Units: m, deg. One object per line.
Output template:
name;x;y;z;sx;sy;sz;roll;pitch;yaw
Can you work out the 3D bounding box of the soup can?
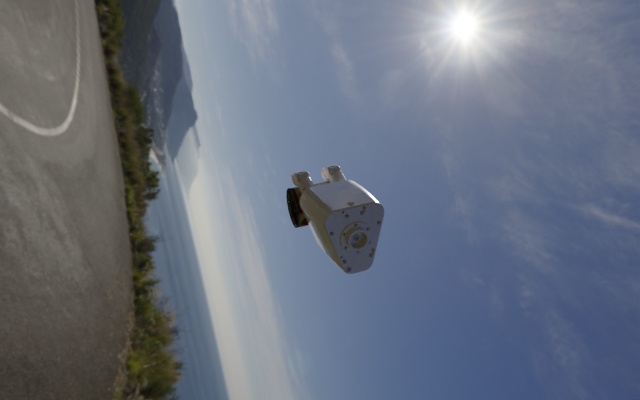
soup can;0.000;0.003;0.809;0.102;0.068;0.068;-12;3;-15
